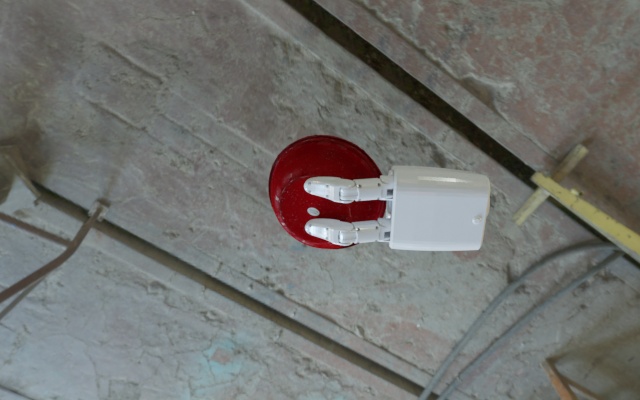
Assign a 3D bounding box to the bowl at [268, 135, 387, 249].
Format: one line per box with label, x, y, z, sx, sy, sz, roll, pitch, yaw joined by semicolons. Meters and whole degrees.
bowl;-0.001;0.002;0.604;0.162;0.162;0.055;0;23;18
